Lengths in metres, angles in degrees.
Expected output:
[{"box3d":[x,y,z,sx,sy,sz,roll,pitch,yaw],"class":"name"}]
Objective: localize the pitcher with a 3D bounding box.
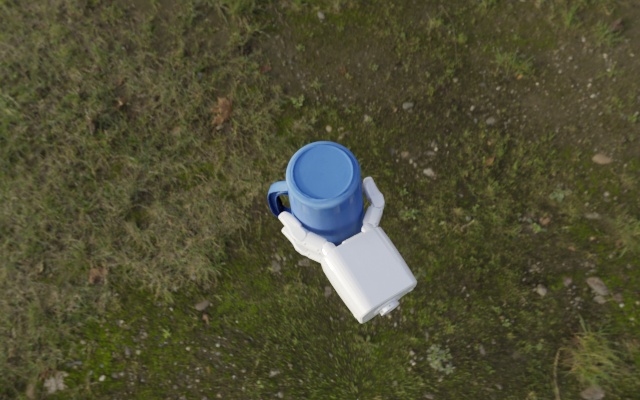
[{"box3d":[0.000,0.003,0.787,0.149,0.145,0.243,-29,-21,-8],"class":"pitcher"}]
